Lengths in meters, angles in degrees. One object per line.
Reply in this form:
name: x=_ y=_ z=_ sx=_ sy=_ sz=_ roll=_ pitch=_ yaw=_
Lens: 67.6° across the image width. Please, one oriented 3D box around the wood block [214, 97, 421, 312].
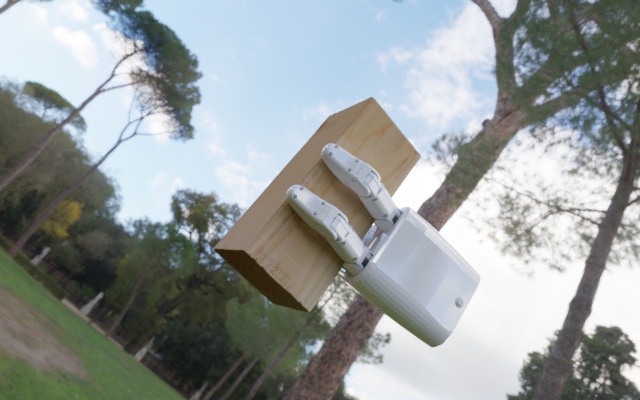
wood block: x=0.000 y=0.002 z=0.495 sx=0.090 sy=0.206 sz=0.091 roll=46 pitch=-25 yaw=-17
